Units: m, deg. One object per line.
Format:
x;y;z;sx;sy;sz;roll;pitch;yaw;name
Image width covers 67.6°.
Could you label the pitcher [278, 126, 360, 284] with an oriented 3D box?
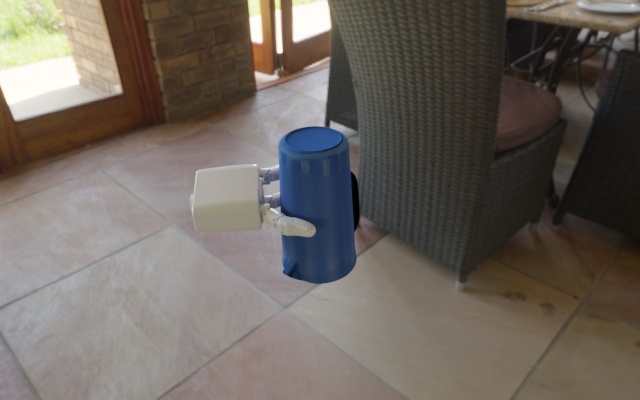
0.000;0.003;0.794;0.145;0.243;0.149;-3;33;-1;pitcher
